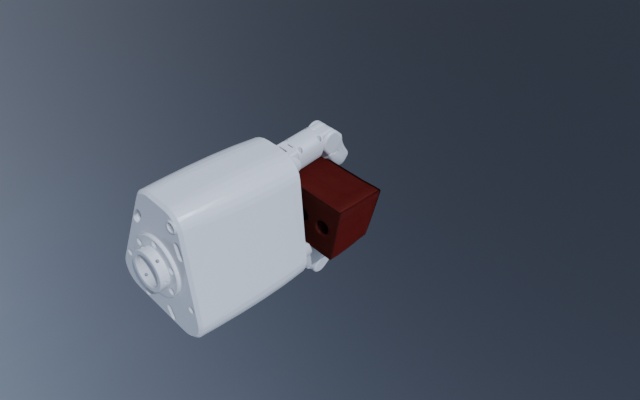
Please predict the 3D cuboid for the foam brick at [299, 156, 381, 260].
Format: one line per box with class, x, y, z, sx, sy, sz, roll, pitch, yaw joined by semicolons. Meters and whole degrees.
foam brick;0.000;0.001;0.402;0.078;0.053;0.051;33;43;26
